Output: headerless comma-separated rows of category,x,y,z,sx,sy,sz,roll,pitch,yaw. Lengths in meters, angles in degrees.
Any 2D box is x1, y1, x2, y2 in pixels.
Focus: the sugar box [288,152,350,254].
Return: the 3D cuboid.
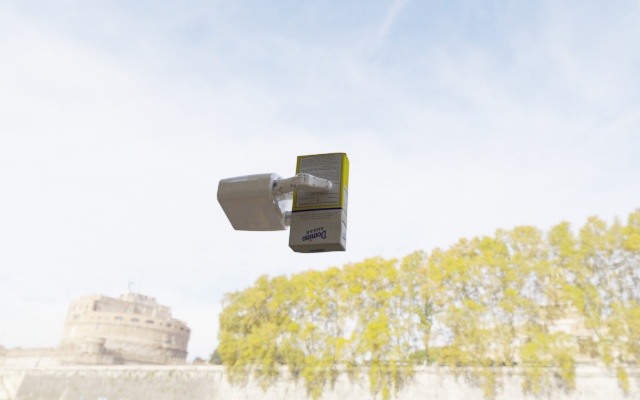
sugar box,0.000,0.003,0.824,0.093,0.176,0.048,-4,-25,16
